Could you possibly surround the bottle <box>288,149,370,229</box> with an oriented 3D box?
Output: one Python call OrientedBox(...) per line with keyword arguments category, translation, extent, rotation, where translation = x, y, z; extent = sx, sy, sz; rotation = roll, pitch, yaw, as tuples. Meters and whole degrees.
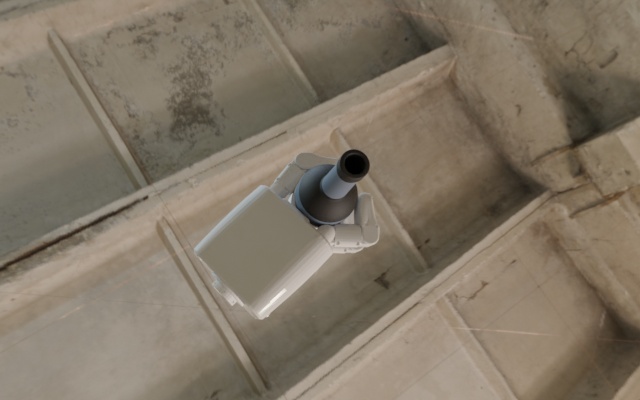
OrientedBox(category="bottle", translation=(0.000, 0.002, 0.553), extent=(0.069, 0.069, 0.296), rotation=(0, -13, -12))
